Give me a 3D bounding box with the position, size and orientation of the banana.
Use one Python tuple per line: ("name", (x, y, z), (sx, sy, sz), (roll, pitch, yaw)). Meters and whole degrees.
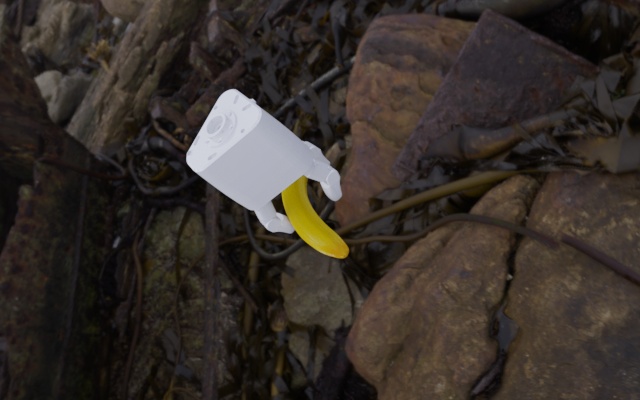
("banana", (-0.017, 0.008, 0.679), (0.069, 0.197, 0.037), (-25, -38, 10))
